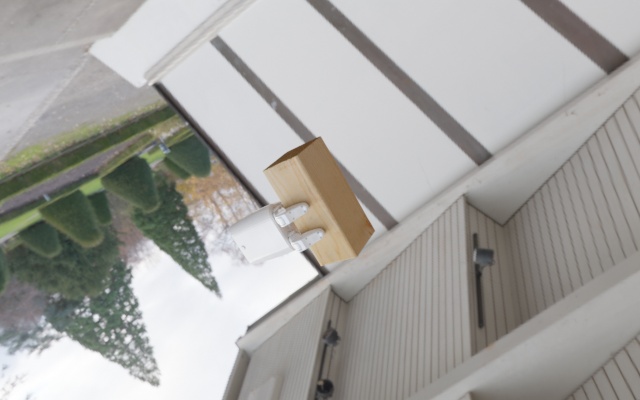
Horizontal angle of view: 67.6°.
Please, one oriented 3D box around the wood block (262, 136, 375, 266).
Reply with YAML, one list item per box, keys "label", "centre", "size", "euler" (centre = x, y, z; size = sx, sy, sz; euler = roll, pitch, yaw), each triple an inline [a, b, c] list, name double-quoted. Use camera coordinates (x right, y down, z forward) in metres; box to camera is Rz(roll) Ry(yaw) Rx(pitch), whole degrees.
- label: "wood block"
  centre: [0.000, 0.003, 0.863]
  size: [0.090, 0.206, 0.090]
  euler: [-20, 18, 38]
